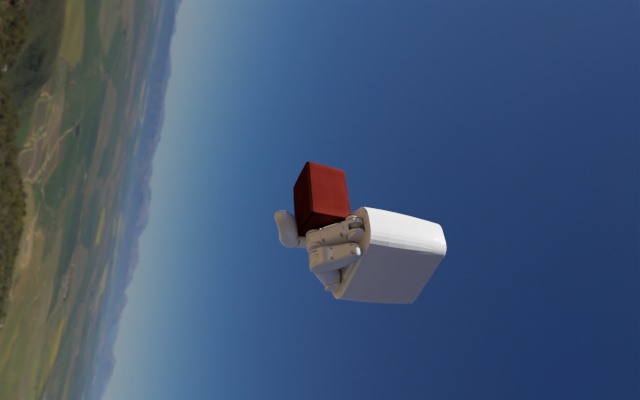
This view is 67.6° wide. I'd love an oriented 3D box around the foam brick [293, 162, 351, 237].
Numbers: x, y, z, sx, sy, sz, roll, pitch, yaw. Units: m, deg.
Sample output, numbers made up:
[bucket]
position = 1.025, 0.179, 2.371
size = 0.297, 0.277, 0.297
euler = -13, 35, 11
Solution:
[foam brick]
position = 0.000, 0.002, 0.582
size = 0.051, 0.078, 0.053
euler = 10, -39, -20
